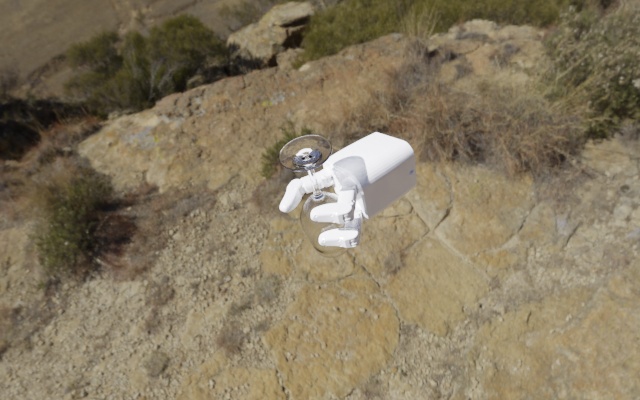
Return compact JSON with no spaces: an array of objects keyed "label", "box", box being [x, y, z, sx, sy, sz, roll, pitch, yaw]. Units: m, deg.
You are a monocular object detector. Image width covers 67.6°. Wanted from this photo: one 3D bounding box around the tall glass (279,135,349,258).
[{"label":"tall glass","box":[0.000,0.002,0.718,0.079,0.079,0.201,0,-43,16]}]
